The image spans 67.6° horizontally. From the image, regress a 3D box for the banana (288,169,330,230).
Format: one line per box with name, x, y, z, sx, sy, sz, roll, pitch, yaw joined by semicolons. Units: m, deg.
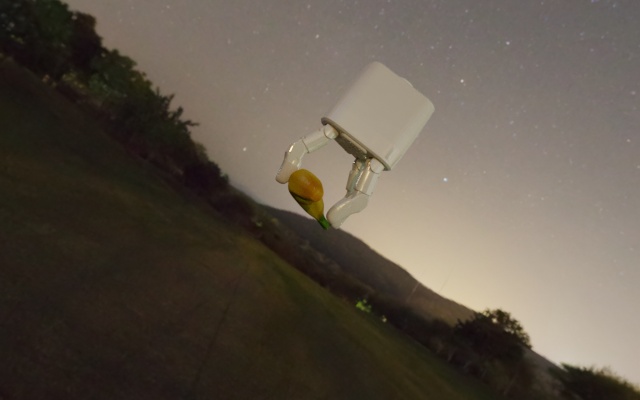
banana;-0.013;-0.009;0.620;0.069;0.037;0.198;41;-5;12
